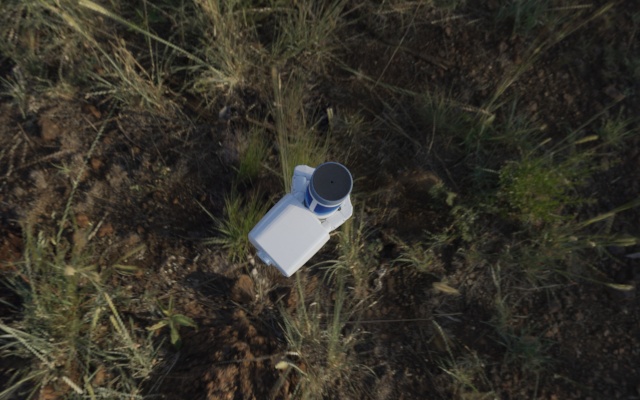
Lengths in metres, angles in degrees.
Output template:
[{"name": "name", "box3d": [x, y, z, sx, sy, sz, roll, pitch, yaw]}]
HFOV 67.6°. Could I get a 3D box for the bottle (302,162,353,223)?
[{"name": "bottle", "box3d": [0.000, 0.003, 0.892, 0.069, 0.069, 0.296, 0, -13, -7]}]
